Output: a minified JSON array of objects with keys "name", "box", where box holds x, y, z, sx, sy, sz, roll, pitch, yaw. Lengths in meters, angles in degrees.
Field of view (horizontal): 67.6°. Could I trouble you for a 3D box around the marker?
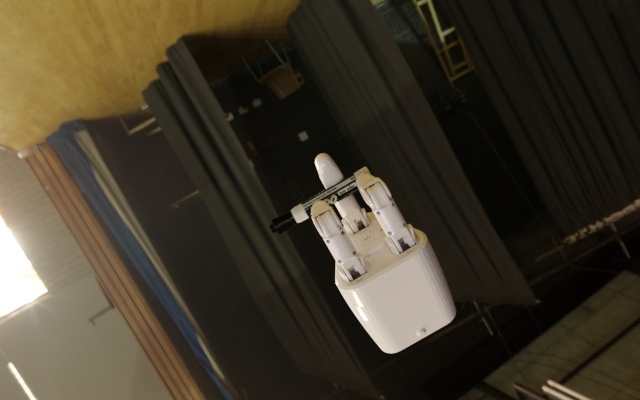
[{"name":"marker","box":[0.000,0.002,0.507,0.121,0.020,0.020,-29,-1,2]}]
